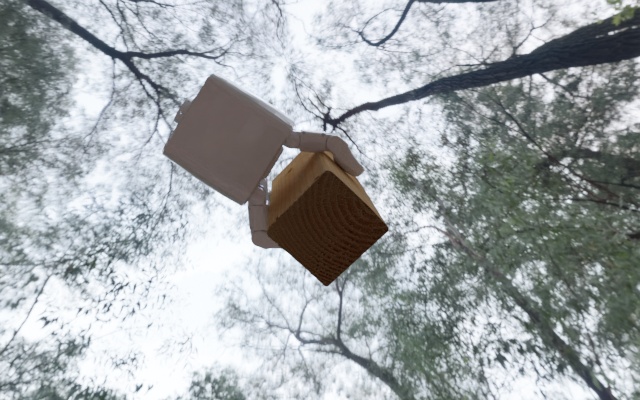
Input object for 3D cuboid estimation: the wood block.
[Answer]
[{"bbox_3d":[0.000,0.001,0.565,0.090,0.091,0.206,43,9,-14],"label":"wood block"}]
